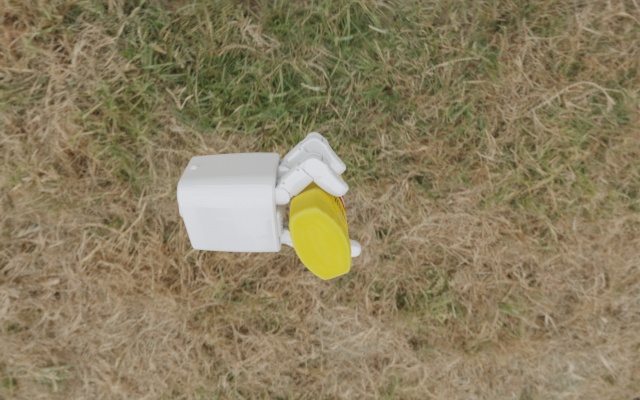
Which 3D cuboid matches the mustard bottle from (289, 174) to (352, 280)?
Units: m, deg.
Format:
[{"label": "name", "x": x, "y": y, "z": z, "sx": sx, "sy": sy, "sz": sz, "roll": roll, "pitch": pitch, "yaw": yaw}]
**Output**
[{"label": "mustard bottle", "x": 0.000, "y": 0.002, "z": 0.582, "sx": 0.058, "sy": 0.096, "sz": 0.191, "roll": -22, "pitch": 27, "yaw": 12}]
